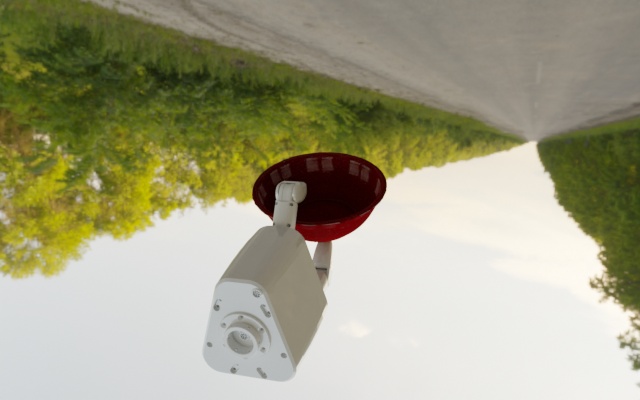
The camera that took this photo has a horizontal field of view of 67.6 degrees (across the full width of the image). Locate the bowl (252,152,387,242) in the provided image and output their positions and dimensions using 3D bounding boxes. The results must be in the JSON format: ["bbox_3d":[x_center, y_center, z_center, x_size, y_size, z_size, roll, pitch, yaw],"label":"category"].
[{"bbox_3d":[0.001,0.002,0.587,0.162,0.055,0.162,-3,35,2],"label":"bowl"}]
